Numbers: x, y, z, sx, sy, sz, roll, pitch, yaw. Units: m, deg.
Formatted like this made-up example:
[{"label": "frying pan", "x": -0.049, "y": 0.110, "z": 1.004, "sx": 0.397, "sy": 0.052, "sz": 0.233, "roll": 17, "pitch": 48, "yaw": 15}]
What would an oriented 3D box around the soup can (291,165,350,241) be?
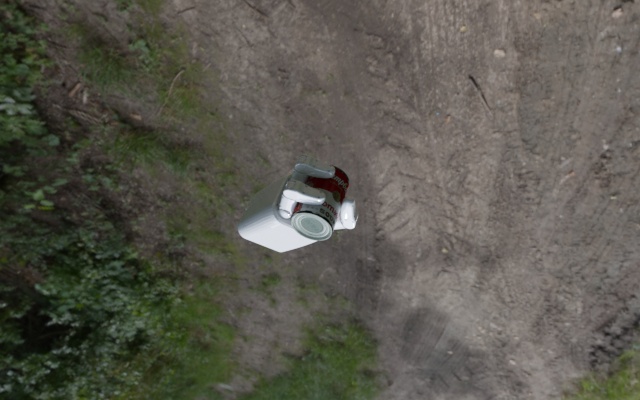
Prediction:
[{"label": "soup can", "x": 0.000, "y": 0.003, "z": 0.737, "sx": 0.068, "sy": 0.102, "sz": 0.069, "roll": 13, "pitch": -39, "yaw": 10}]
